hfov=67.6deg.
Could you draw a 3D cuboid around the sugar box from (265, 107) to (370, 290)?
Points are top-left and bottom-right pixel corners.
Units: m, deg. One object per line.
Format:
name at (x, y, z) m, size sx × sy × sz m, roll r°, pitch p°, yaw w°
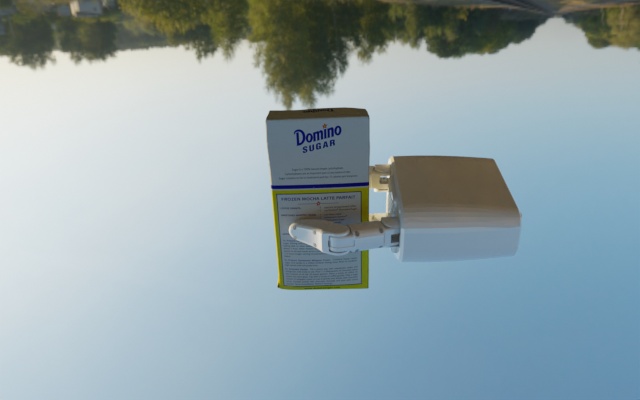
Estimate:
sugar box at (0.000, 0.001, 0.460) m, size 0.093 × 0.176 × 0.048 m, roll -1°, pitch 21°, yaw 0°
